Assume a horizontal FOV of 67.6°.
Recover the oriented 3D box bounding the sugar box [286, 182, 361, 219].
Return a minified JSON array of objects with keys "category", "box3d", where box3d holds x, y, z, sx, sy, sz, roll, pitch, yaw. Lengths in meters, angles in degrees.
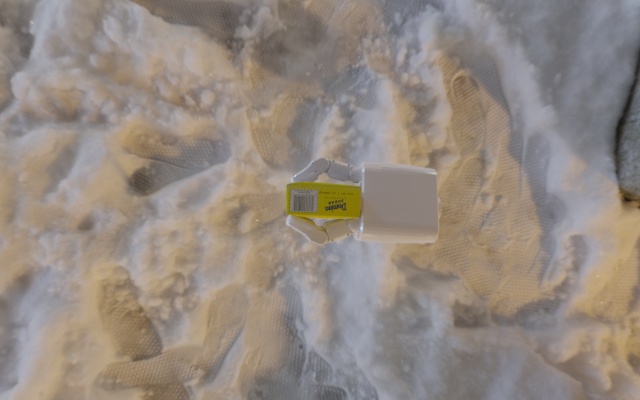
[{"category":"sugar box","box3d":[0.000,0.003,0.666,0.093,0.048,0.176,3,-4,-2]}]
